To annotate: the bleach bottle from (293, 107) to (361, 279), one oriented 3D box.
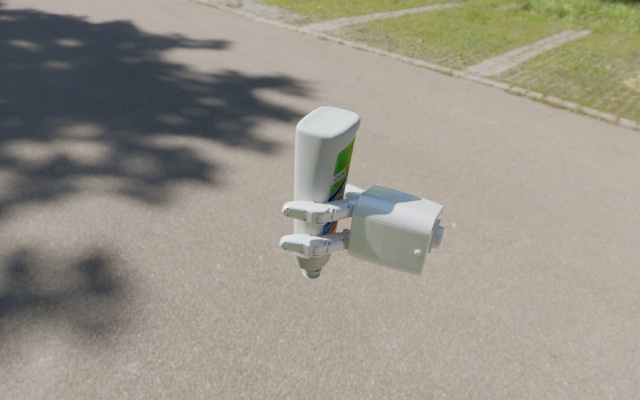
[{"bbox_3d":[0.000,0.002,0.681,0.068,0.251,0.102,17,34,18],"label":"bleach bottle"}]
